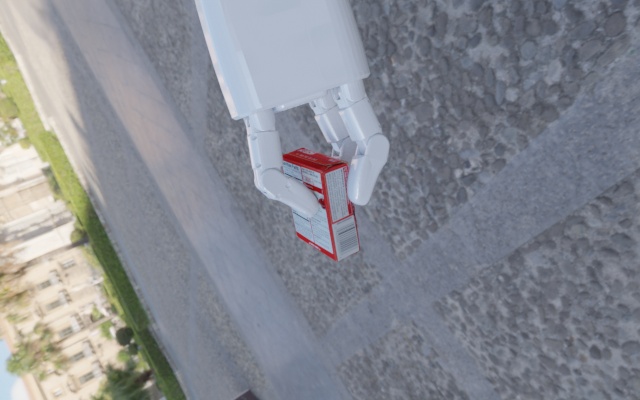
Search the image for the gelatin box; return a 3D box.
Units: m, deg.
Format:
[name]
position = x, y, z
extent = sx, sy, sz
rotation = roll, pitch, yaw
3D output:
[gelatin box]
position = 0.000, 0.002, 0.437
extent = 0.030, 0.089, 0.073
rotation = -21, 25, -27
